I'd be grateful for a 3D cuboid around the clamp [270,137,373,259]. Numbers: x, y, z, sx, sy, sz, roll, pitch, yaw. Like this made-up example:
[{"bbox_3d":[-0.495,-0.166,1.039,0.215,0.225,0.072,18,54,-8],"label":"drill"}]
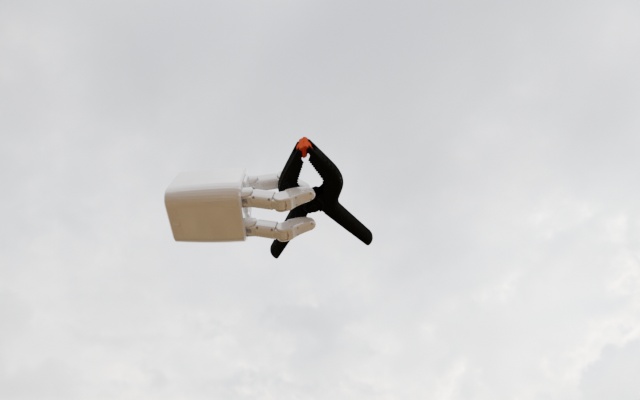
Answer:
[{"bbox_3d":[0.000,0.001,0.713,0.164,0.210,0.036,-4,37,-3],"label":"clamp"}]
